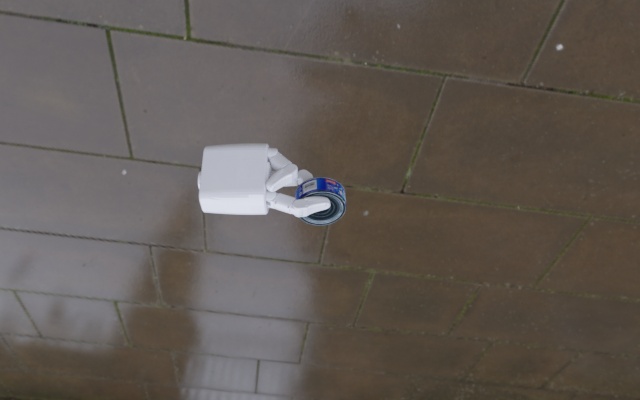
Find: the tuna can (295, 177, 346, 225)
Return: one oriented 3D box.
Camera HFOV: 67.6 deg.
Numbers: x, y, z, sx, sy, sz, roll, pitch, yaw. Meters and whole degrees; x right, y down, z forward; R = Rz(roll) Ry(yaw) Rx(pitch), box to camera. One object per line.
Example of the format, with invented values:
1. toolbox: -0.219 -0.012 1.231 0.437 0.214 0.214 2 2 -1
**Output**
1. tuna can: 0.000 0.003 0.794 0.086 0.033 0.086 -2 -43 -2
